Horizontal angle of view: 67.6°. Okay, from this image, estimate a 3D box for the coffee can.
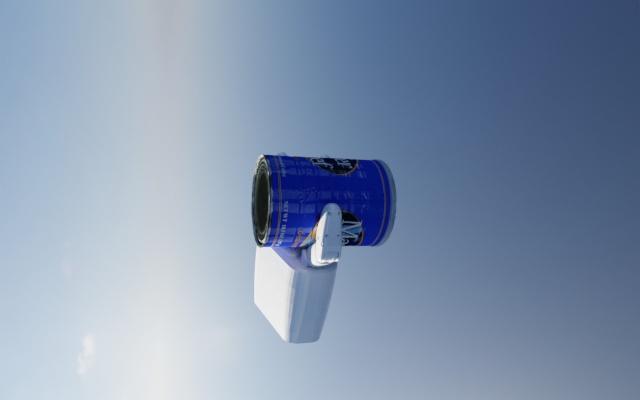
[{"bbox_3d":[0.000,0.002,0.539,0.140,0.103,0.103,1,0,-18],"label":"coffee can"}]
